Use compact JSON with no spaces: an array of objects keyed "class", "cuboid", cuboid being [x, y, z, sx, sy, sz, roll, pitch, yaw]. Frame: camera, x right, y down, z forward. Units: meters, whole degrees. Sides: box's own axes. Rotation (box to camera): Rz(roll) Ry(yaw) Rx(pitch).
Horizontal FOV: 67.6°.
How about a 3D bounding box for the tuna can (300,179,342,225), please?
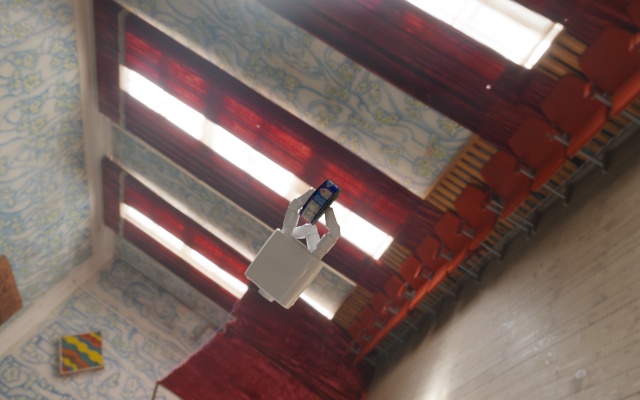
[{"class":"tuna can","cuboid":[0.000,0.002,0.882,0.034,0.086,0.086,39,5,6]}]
